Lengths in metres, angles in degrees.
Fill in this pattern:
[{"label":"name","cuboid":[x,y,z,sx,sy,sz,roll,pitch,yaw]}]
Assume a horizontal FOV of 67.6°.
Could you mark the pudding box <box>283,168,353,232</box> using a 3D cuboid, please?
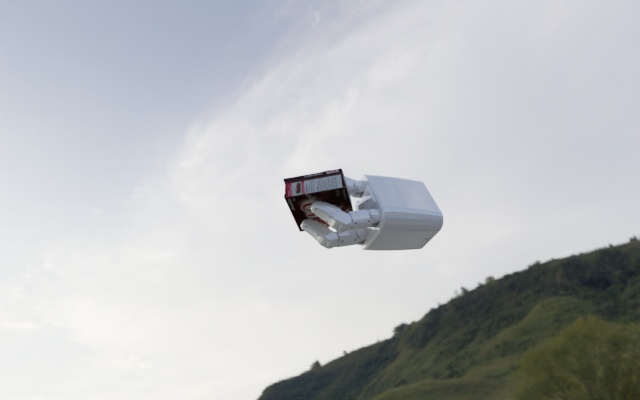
[{"label":"pudding box","cuboid":[0.000,0.002,0.714,0.090,0.039,0.114,-11,-33,5]}]
